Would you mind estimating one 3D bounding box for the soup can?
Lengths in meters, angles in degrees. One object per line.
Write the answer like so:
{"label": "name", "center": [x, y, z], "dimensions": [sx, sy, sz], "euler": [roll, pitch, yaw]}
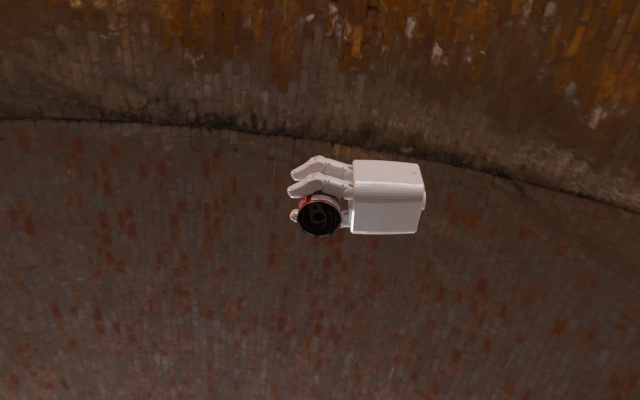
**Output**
{"label": "soup can", "center": [0.000, 0.002, 0.758], "dimensions": [0.068, 0.068, 0.102], "euler": [0, 33, 3]}
